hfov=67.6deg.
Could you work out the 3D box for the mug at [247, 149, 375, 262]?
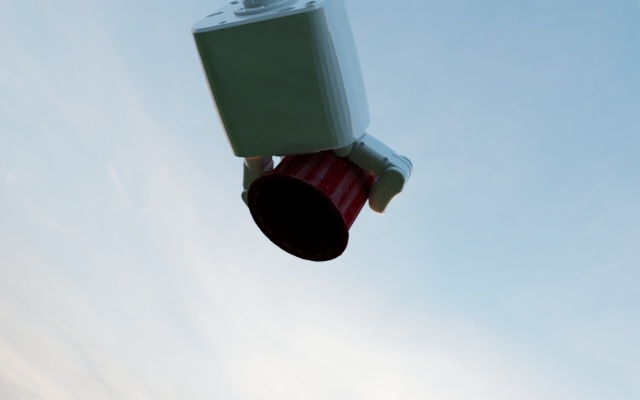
[{"bbox_3d":[0.001,0.002,0.421,0.093,0.117,0.081,8,42,28],"label":"mug"}]
